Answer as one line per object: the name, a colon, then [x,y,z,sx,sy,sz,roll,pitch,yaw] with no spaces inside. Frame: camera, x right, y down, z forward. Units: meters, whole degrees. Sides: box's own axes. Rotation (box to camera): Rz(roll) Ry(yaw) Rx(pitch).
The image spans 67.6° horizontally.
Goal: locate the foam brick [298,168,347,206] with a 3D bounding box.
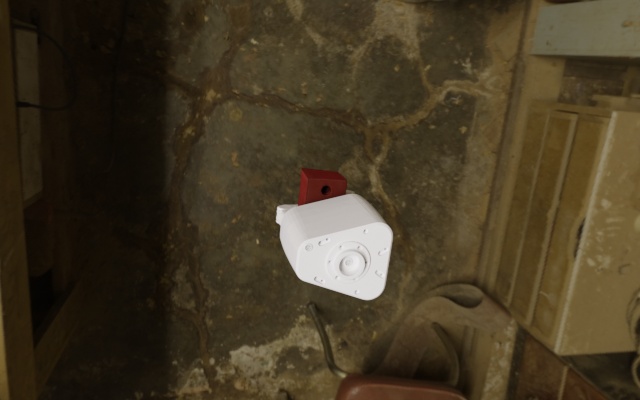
foam brick: [0.000,0.002,0.626,0.053,0.078,0.051,3,15,-13]
